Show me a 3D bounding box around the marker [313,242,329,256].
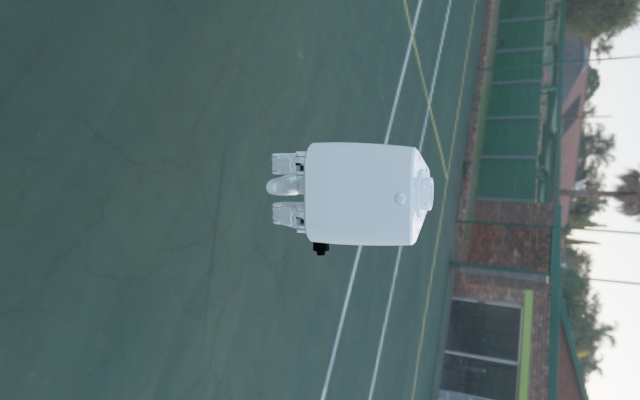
[{"bbox_3d":[0.000,0.002,0.530,0.020,0.121,0.020,-1,8,0],"label":"marker"}]
